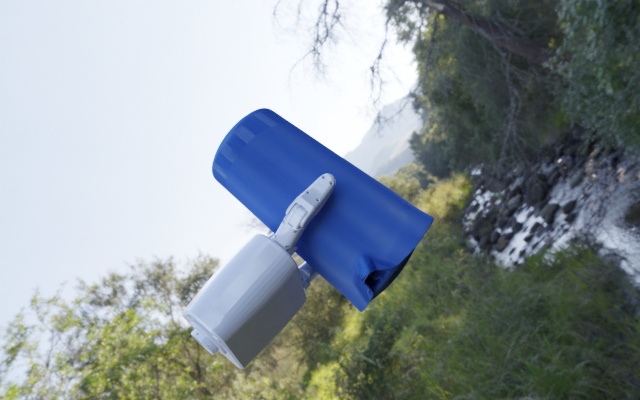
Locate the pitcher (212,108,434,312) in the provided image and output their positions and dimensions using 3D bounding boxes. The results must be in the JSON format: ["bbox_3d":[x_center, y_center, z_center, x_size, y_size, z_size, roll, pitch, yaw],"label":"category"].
[{"bbox_3d":[0.000,0.002,0.562,0.243,0.145,0.149,38,-25,9],"label":"pitcher"}]
